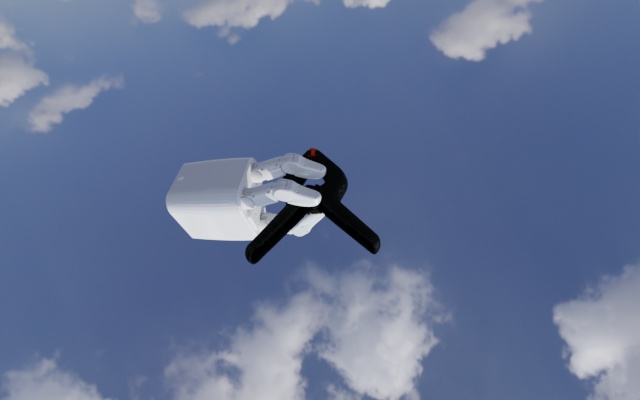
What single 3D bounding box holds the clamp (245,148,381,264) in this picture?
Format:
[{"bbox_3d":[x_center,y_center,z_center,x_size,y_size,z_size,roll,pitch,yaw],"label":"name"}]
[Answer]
[{"bbox_3d":[0.000,0.002,0.641,0.164,0.036,0.209,0,42,9],"label":"clamp"}]
